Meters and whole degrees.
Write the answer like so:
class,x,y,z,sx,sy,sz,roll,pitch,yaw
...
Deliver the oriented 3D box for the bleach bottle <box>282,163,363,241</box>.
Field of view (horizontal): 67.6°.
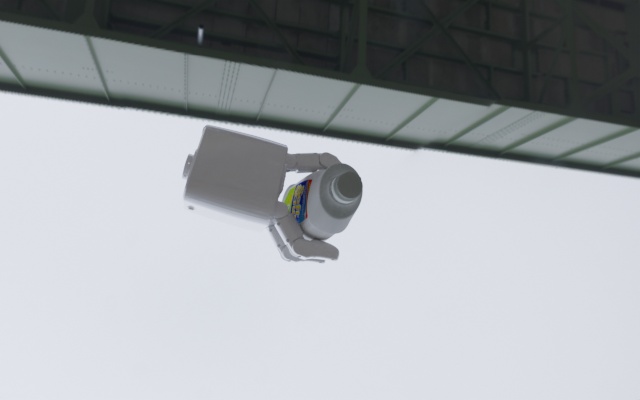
class,x,y,z,sx,sy,sz,roll,pitch,yaw
bleach bottle,0.000,0.002,0.603,0.068,0.102,0.251,16,-16,-11
